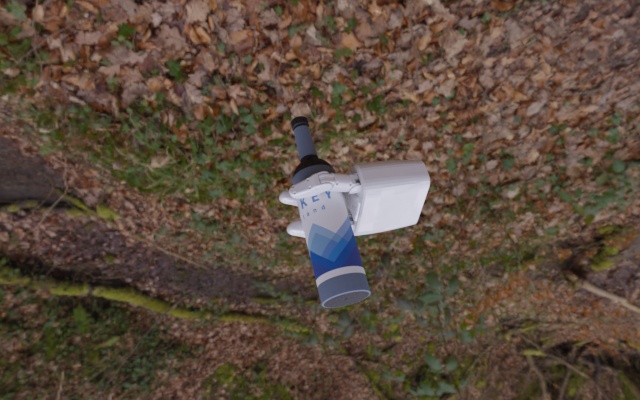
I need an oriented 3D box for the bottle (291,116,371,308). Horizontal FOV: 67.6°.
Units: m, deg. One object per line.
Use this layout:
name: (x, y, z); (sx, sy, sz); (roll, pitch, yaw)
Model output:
bottle: (0.000, 0.002, 0.690); (0.069, 0.295, 0.069); (-12, -26, -6)
